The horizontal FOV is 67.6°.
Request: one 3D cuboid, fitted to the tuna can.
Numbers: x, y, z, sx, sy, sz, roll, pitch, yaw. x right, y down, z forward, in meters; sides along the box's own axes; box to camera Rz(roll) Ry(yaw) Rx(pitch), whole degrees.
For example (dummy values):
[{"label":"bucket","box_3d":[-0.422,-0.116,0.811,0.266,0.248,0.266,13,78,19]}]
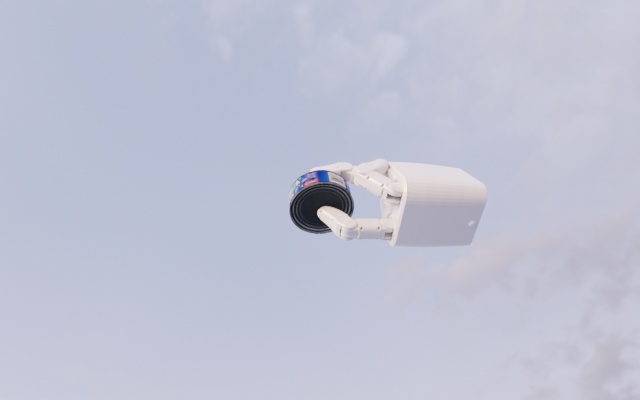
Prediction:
[{"label":"tuna can","box_3d":[0.000,0.002,0.637,0.086,0.086,0.033,0,38,-9]}]
